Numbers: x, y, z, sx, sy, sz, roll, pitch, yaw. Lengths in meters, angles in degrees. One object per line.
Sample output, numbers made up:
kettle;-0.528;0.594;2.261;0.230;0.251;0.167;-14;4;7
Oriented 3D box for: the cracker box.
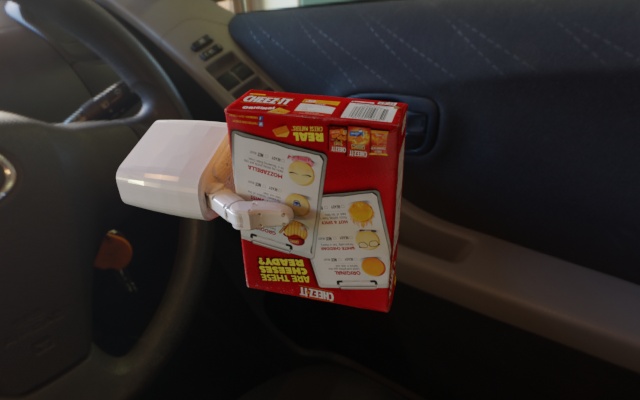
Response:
cracker box;0.000;0.002;0.493;0.164;0.214;0.072;8;33;15
